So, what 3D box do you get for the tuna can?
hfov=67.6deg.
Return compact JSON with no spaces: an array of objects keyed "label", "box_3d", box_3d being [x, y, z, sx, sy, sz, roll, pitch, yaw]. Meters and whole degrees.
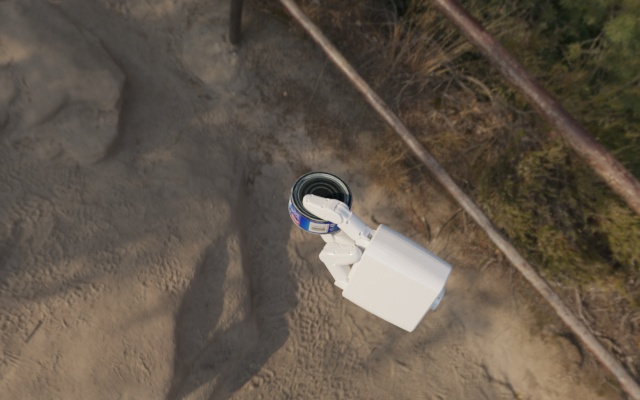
[{"label":"tuna can","box_3d":[0.000,0.002,0.650,0.086,0.086,0.034,0,-34,-8]}]
